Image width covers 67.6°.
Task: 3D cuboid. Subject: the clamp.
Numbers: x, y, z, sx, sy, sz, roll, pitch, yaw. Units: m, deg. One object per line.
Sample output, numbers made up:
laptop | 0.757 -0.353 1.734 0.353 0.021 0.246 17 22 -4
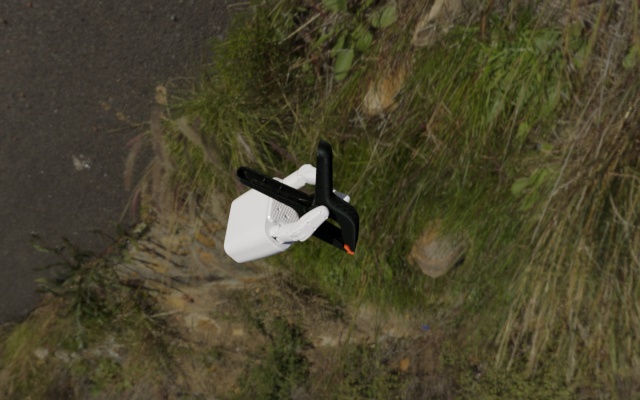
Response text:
clamp | 0.000 0.003 0.683 0.164 0.036 0.210 -20 -54 42
